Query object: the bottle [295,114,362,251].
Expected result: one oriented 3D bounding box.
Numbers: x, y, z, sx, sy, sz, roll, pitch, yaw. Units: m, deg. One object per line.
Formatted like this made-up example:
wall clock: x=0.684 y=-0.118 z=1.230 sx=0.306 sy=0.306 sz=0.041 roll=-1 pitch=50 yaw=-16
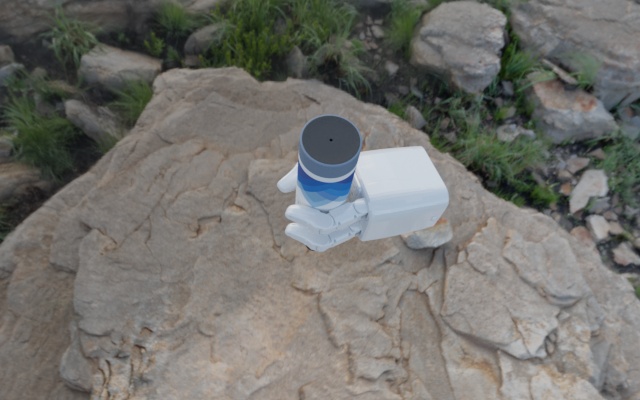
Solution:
bottle: x=0.000 y=0.002 z=0.632 sx=0.069 sy=0.069 sz=0.296 roll=0 pitch=-27 yaw=-5
